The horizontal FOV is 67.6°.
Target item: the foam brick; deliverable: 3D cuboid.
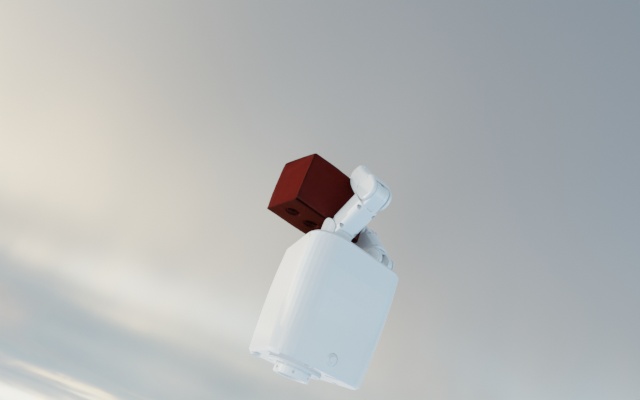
[{"bbox_3d":[0.000,0.001,0.449,0.078,0.051,0.053,35,-27,-25],"label":"foam brick"}]
